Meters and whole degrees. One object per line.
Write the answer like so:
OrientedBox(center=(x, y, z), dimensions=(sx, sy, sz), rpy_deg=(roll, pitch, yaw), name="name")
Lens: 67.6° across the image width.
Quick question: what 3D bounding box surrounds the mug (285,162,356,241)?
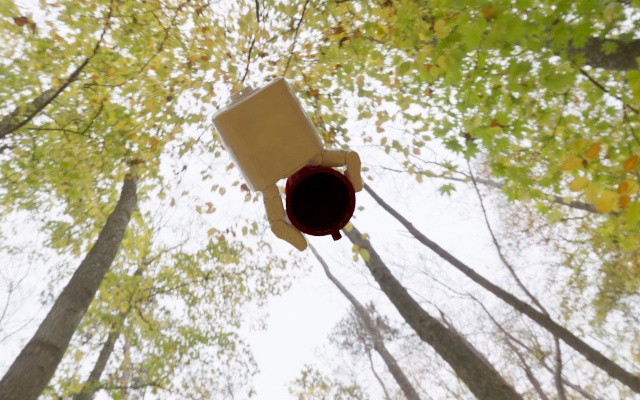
OrientedBox(center=(0.001, 0.003, 0.654), dimensions=(0.093, 0.117, 0.081), rpy_deg=(-29, 19, 0), name="mug")
